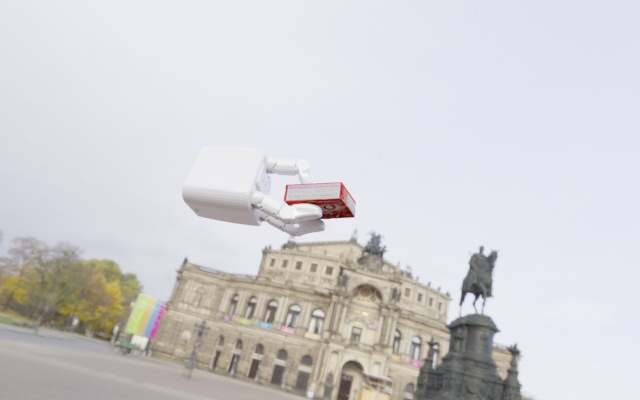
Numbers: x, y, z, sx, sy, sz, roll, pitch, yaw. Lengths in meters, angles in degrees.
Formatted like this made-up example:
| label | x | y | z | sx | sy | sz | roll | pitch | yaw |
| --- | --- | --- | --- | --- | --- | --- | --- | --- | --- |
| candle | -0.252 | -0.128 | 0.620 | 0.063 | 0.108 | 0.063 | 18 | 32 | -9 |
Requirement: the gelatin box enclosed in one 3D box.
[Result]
| label | x | y | z | sx | sy | sz | roll | pitch | yaw |
| --- | --- | --- | --- | --- | --- | --- | --- | --- | --- |
| gelatin box | 0.000 | 0.002 | 0.702 | 0.089 | 0.030 | 0.073 | -3 | -24 | 20 |
